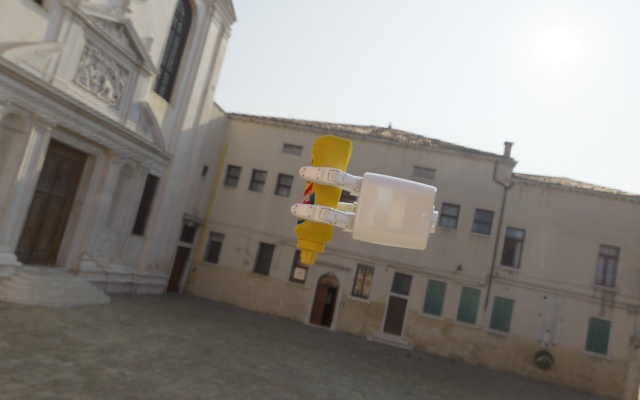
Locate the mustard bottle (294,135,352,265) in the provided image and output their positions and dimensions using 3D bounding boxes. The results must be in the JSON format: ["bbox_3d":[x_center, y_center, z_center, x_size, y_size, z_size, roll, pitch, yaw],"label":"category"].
[{"bbox_3d":[0.000,0.002,0.729,0.058,0.191,0.096,14,-8,-14],"label":"mustard bottle"}]
